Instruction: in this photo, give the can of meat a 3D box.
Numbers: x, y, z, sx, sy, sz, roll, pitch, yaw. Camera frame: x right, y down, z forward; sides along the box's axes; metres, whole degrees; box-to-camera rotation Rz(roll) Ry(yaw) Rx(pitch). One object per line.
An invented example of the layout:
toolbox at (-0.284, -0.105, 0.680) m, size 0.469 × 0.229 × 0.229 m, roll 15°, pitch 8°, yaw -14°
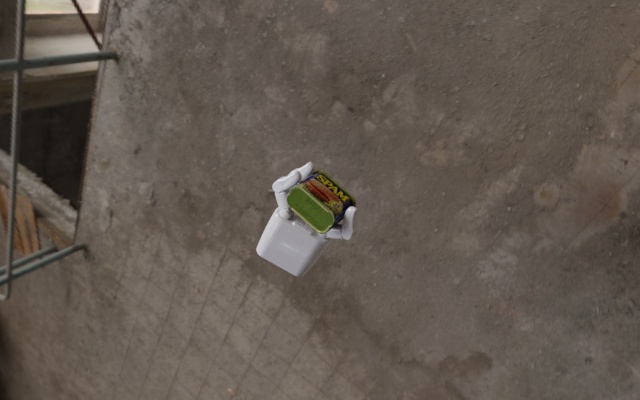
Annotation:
can of meat at (0.000, 0.003, 0.848) m, size 0.102 × 0.057 × 0.084 m, roll 41°, pitch 34°, yaw 9°
